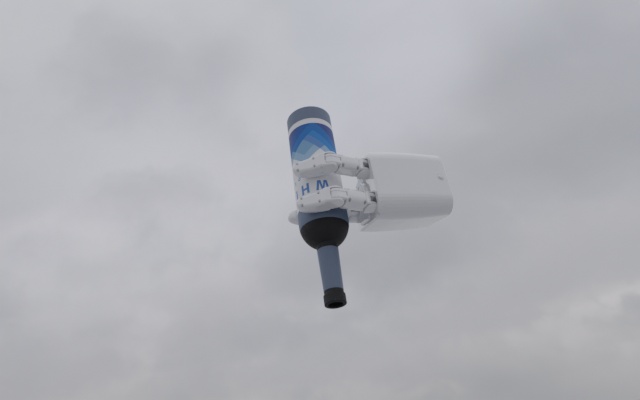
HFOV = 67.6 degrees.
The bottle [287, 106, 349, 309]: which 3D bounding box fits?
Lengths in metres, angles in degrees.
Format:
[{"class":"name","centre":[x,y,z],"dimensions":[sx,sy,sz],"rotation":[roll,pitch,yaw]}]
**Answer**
[{"class":"bottle","centre":[0.000,0.002,0.649],"dimensions":[0.069,0.295,0.069],"rotation":[-6,-32,-4]}]
